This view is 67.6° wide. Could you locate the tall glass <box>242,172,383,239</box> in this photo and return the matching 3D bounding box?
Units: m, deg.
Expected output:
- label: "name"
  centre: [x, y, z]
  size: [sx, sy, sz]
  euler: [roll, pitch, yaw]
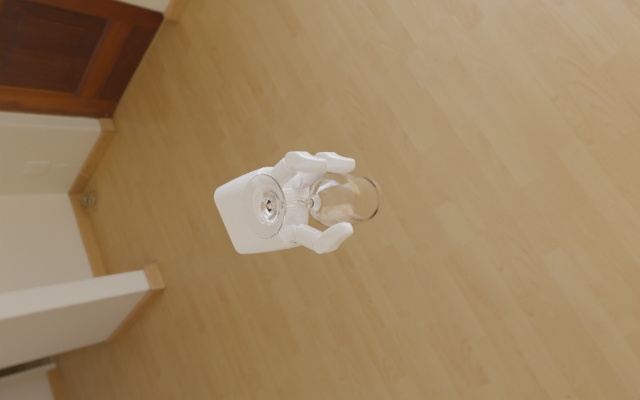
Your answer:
- label: "tall glass"
  centre: [0.000, 0.002, 0.616]
  size: [0.079, 0.079, 0.201]
  euler: [0, 3, 42]
